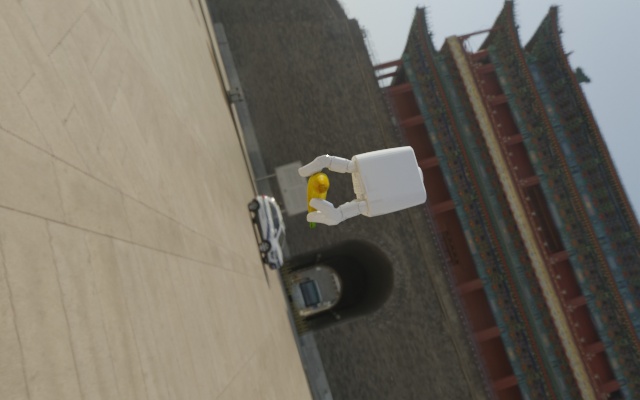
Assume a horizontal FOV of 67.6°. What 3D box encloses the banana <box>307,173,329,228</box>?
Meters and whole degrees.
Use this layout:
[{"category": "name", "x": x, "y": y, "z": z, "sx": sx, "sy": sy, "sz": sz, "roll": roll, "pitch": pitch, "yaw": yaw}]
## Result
[{"category": "banana", "x": -0.003, "y": -0.013, "z": 0.891, "sx": 0.037, "sy": 0.069, "sz": 0.198, "roll": -8, "pitch": -22, "yaw": -7}]
